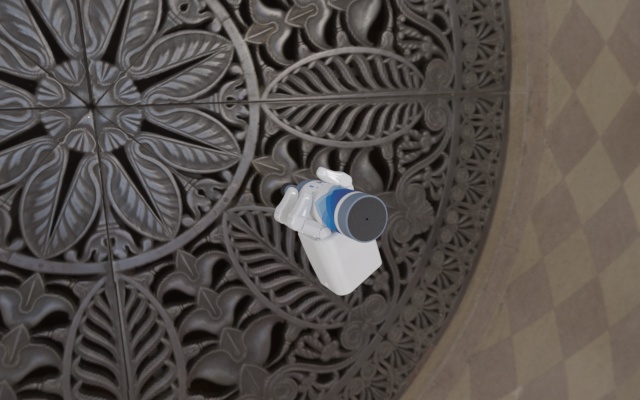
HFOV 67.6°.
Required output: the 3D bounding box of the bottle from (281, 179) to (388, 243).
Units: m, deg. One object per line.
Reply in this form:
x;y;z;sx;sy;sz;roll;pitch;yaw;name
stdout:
0.000;0.002;0.777;0.069;0.069;0.295;0;9;-26;bottle
